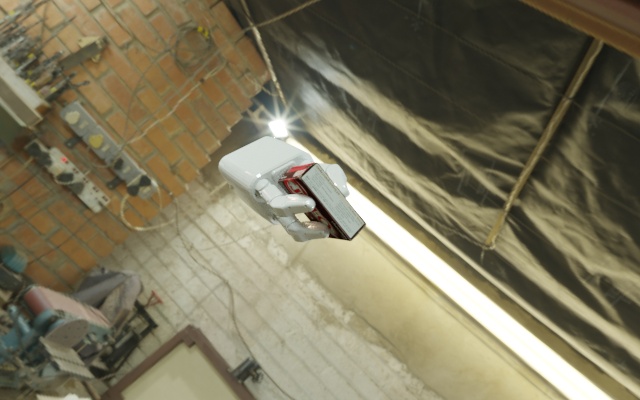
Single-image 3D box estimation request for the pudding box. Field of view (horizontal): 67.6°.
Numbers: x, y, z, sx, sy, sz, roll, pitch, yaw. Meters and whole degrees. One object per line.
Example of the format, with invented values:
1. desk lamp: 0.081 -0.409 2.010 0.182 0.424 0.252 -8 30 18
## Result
1. pudding box: 0.000 0.002 0.654 0.039 0.113 0.090 -46 16 -16
